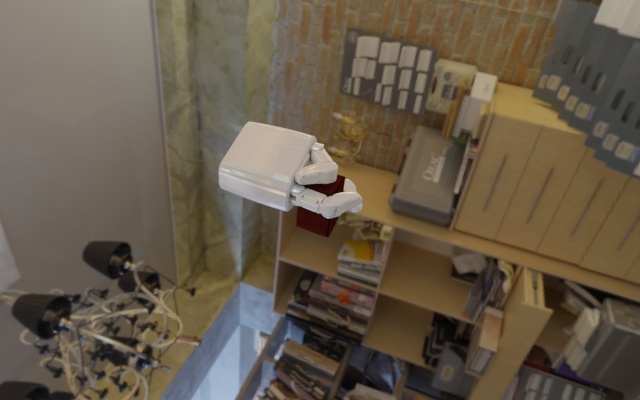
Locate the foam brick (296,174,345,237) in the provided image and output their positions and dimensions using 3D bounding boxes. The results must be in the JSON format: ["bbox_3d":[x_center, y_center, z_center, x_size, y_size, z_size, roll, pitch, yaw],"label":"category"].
[{"bbox_3d":[0.000,0.003,0.684,0.051,0.078,0.053,17,39,12],"label":"foam brick"}]
